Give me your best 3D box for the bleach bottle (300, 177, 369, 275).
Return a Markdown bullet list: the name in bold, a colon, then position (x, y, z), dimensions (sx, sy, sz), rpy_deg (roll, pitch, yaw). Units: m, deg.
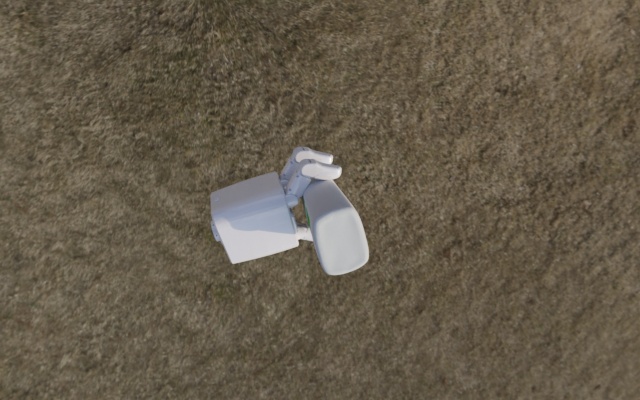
- **bleach bottle**: position (0.000, 0.002, 0.725), dimensions (0.068, 0.103, 0.250), rpy_deg (-18, 27, -5)
